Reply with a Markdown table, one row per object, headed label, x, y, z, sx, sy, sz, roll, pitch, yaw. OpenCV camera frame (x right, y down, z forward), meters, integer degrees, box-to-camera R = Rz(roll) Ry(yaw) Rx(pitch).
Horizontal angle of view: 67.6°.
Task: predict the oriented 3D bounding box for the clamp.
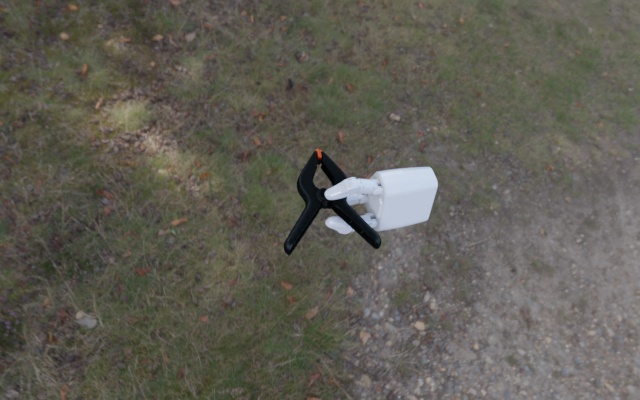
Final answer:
| label | x | y | z | sx | sy | sz | roll | pitch | yaw |
| --- | --- | --- | --- | --- | --- | --- | --- | --- | --- |
| clamp | 0.000 | 0.002 | 0.834 | 0.164 | 0.210 | 0.036 | -8 | -30 | -15 |
